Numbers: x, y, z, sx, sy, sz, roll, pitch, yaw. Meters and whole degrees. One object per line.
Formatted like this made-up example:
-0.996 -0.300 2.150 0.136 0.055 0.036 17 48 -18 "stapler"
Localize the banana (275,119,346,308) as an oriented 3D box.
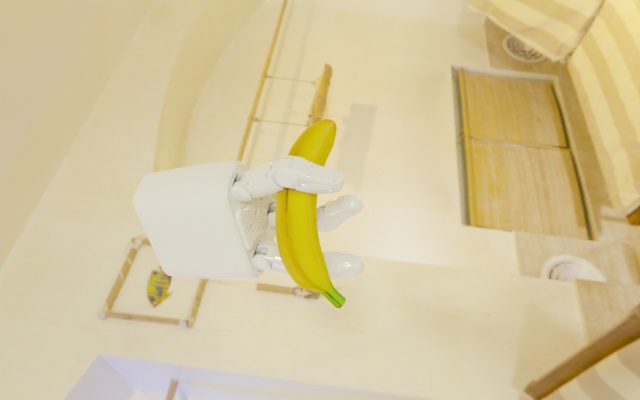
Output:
-0.012 -0.001 0.450 0.037 0.197 0.070 -18 -29 35 "banana"
